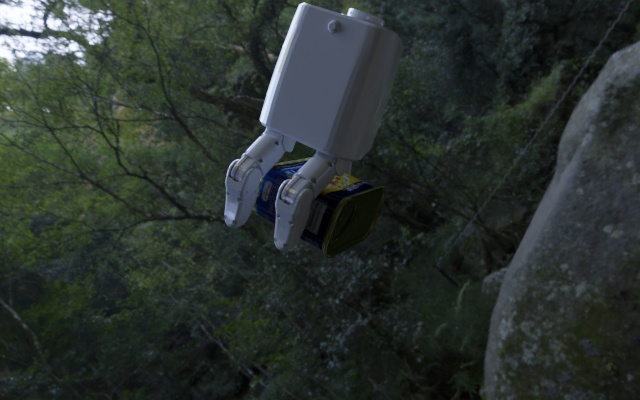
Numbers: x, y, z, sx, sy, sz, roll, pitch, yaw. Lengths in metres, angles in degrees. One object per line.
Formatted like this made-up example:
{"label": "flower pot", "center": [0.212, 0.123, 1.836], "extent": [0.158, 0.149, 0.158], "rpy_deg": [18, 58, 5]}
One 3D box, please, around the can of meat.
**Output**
{"label": "can of meat", "center": [0.000, 0.001, 0.441], "extent": [0.084, 0.057, 0.102], "rpy_deg": [27, 21, 23]}
